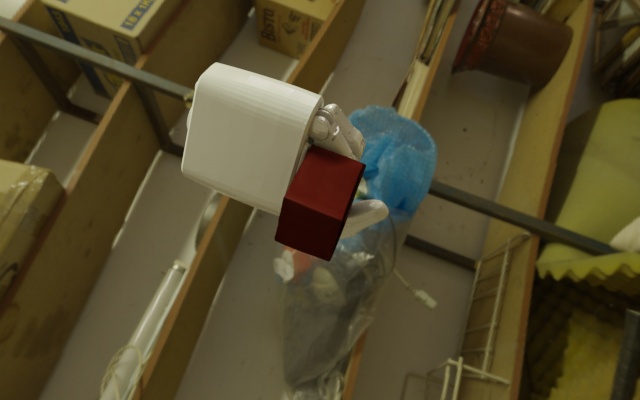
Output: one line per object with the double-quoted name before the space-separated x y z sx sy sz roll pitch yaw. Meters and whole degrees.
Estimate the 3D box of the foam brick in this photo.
"foam brick" 0.000 0.001 0.403 0.051 0.053 0.078 21 43 3
